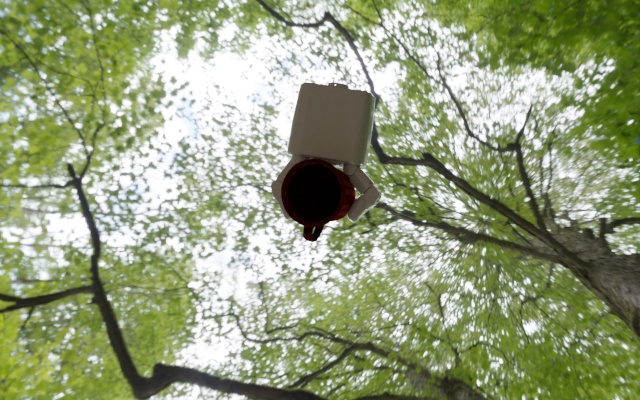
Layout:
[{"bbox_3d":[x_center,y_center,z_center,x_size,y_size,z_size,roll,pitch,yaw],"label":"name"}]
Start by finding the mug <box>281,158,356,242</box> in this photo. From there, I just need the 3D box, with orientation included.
[{"bbox_3d":[0.000,0.004,0.682,0.093,0.117,0.081,11,2,19],"label":"mug"}]
